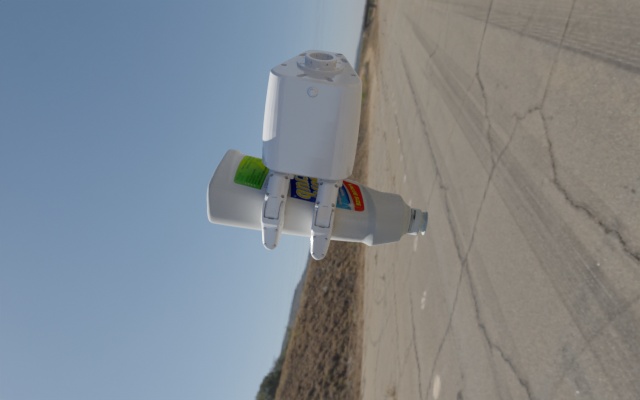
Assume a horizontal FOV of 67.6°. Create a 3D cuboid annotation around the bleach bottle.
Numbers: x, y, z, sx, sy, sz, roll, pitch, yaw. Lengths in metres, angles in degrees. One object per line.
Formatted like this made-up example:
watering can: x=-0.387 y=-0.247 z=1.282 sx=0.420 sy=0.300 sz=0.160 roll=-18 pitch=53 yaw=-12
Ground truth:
bleach bottle: x=0.000 y=0.002 z=0.571 sx=0.251 sy=0.068 sz=0.102 roll=9 pitch=35 yaw=3
